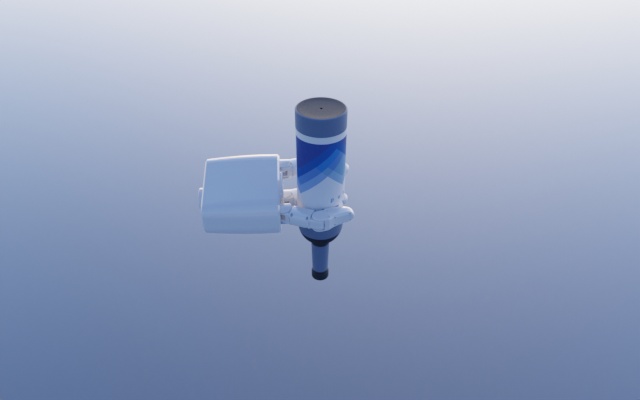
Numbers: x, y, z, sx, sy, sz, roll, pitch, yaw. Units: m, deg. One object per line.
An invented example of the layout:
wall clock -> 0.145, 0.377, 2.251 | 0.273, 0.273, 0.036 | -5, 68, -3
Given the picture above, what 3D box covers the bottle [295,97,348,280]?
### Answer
bottle -> 0.000, 0.002, 0.683 | 0.069, 0.296, 0.069 | 0, 37, 0
